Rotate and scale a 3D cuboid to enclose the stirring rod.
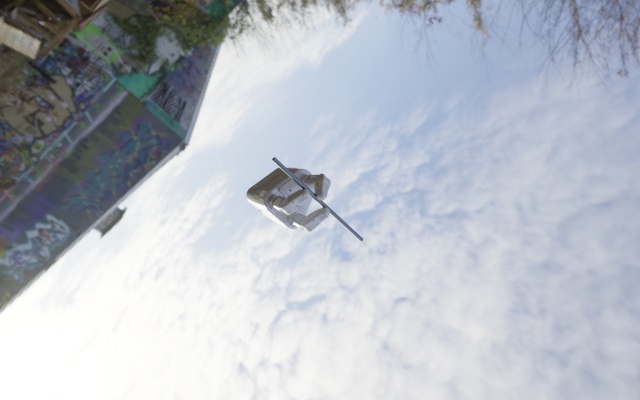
[{"bbox_3d":[0.000,0.003,0.848,0.240,0.011,0.011,43,-23,-28],"label":"stirring rod"}]
